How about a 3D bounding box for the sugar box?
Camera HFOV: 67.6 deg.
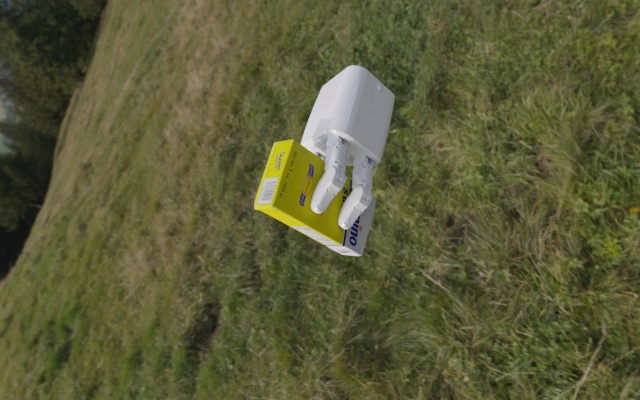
[{"bbox_3d":[0.000,0.002,0.634,0.176,0.093,0.048,30,-21,-37],"label":"sugar box"}]
